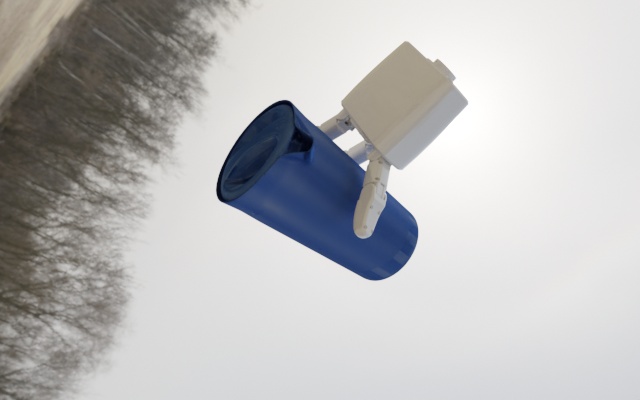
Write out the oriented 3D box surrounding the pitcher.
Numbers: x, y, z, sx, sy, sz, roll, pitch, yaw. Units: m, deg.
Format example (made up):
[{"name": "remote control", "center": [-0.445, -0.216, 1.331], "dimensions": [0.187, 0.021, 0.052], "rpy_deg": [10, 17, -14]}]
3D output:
[{"name": "pitcher", "center": [0.000, 0.002, 0.585], "dimensions": [0.243, 0.145, 0.149], "rpy_deg": [36, 17, -31]}]
